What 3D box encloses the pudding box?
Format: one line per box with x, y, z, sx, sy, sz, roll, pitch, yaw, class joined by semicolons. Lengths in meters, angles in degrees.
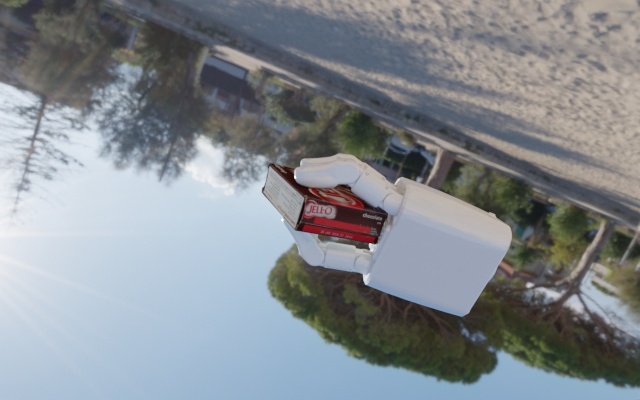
0.000;0.002;0.478;0.090;0.039;0.113;13;12;-28;pudding box
